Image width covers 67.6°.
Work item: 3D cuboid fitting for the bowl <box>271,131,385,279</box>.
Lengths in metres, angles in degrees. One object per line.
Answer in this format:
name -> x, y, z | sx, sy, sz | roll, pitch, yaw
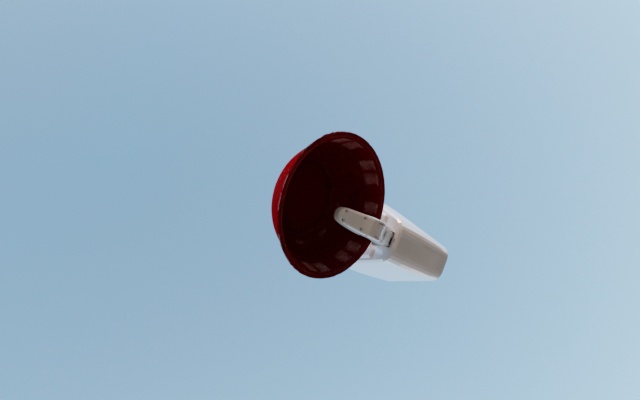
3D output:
bowl -> -0.001, 0.001, 0.530 | 0.162, 0.162, 0.055 | 0, 12, -45
